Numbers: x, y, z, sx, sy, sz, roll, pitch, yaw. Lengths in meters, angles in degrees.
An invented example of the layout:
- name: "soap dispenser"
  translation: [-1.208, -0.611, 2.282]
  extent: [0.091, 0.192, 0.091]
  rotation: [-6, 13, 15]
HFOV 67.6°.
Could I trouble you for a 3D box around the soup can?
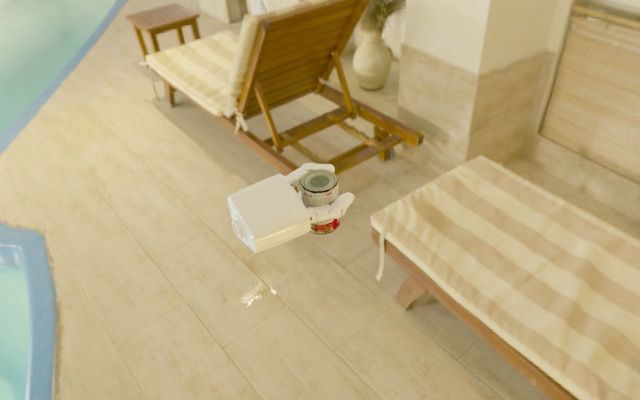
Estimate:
- name: "soup can"
  translation: [0.001, 0.002, 0.871]
  extent: [0.068, 0.102, 0.068]
  rotation: [-3, 39, 2]
